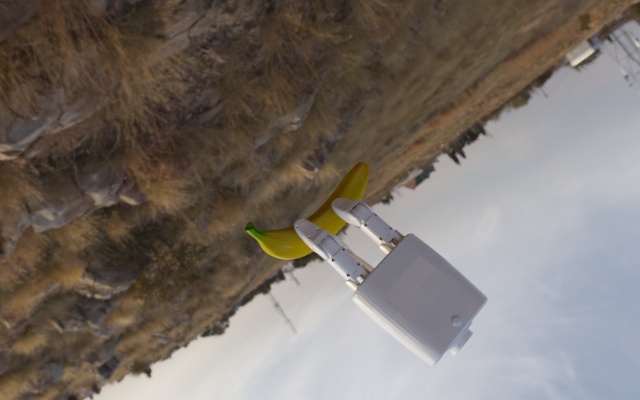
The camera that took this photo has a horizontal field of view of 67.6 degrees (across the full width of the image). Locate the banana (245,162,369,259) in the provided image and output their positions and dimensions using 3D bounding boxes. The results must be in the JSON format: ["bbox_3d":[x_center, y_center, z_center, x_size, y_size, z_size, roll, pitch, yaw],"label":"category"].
[{"bbox_3d":[-0.001,0.019,0.577,0.037,0.070,0.197,23,40,38],"label":"banana"}]
